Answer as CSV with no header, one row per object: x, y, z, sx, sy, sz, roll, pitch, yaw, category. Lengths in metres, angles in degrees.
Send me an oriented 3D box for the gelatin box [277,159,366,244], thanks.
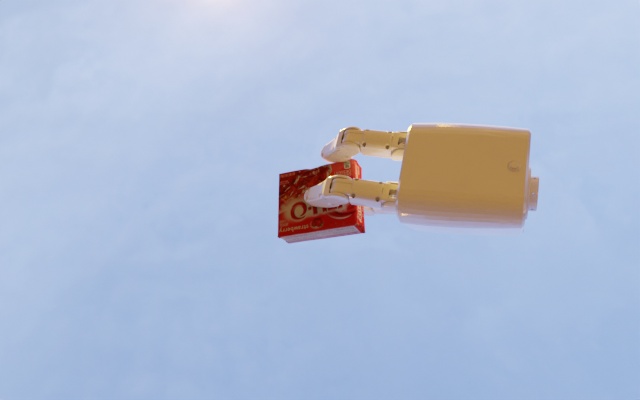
0.000,0.002,0.498,0.089,0.073,0.030,-10,-24,20,gelatin box
